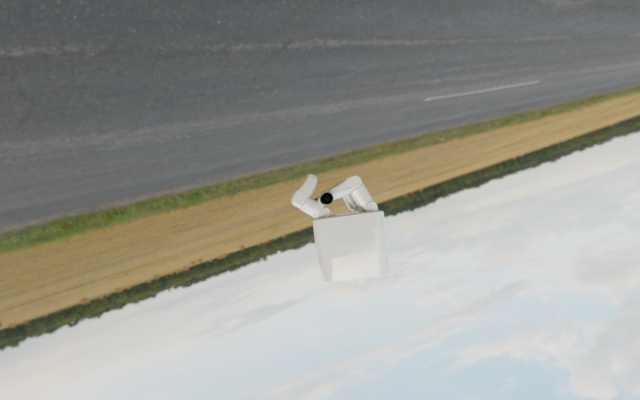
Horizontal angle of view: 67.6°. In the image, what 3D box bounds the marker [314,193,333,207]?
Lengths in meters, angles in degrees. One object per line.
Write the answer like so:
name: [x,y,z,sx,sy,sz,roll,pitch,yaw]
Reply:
marker: [0.000,0.003,0.799,0.020,0.020,0.121,0,-6,-12]
